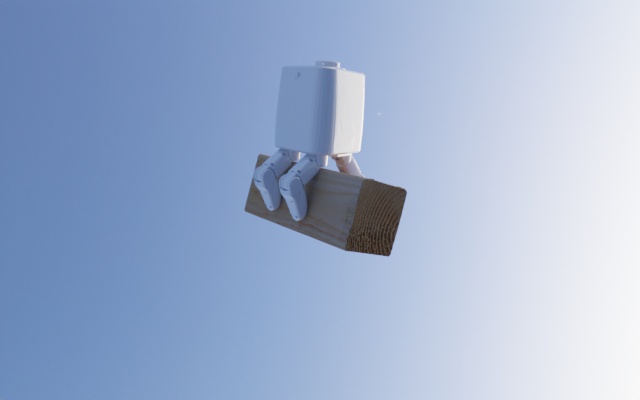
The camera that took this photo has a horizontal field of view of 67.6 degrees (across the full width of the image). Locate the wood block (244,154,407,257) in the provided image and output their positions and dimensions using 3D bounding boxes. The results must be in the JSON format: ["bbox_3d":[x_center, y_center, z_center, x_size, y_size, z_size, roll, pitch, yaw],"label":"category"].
[{"bbox_3d":[0.000,0.002,0.645,0.091,0.090,0.206,12,4,-44],"label":"wood block"}]
